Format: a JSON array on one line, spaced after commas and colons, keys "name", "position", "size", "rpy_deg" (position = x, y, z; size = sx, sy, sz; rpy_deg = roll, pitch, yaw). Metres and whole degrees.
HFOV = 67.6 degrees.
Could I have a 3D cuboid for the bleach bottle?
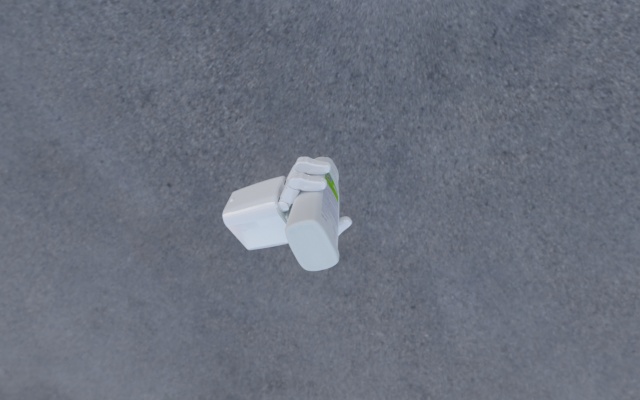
[{"name": "bleach bottle", "position": [0.000, 0.003, 0.835], "size": [0.068, 0.103, 0.250], "rpy_deg": [-16, 29, 18]}]
